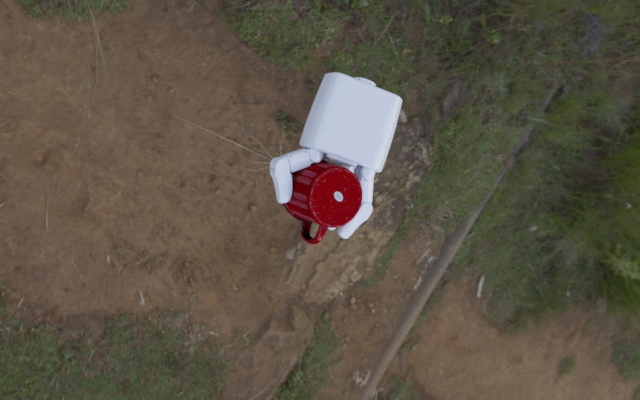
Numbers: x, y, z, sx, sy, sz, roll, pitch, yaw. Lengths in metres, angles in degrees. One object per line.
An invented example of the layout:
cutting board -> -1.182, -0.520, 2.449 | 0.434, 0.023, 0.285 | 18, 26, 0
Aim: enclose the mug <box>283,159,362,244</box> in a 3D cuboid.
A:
mug -> 0.000, 0.004, 0.647 | 0.093, 0.117, 0.081 | 16, 1, -28
